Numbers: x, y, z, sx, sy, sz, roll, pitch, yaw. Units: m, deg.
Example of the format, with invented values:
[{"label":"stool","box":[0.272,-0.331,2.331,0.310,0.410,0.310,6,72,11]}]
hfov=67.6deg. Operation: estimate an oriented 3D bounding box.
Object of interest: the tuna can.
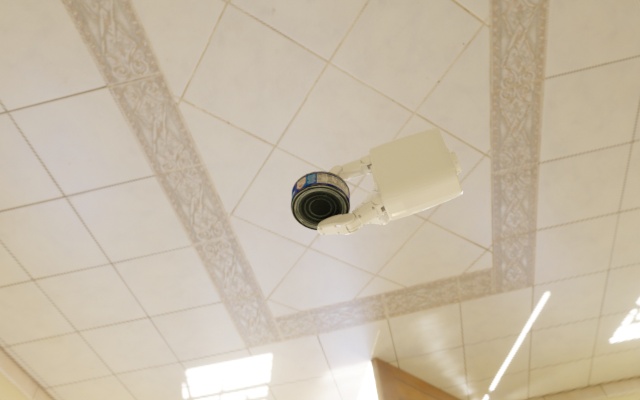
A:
[{"label":"tuna can","box":[0.000,0.003,0.683,0.086,0.086,0.033,0,38,1]}]
